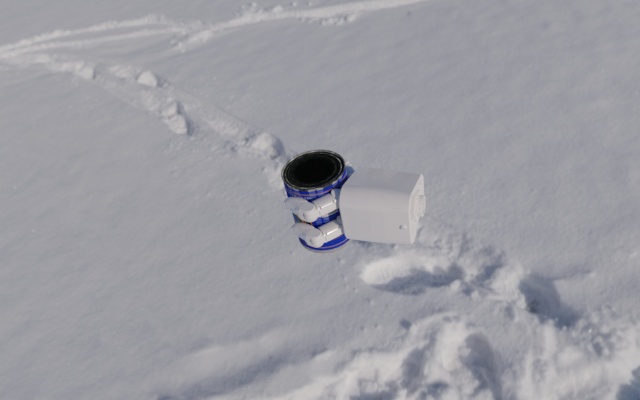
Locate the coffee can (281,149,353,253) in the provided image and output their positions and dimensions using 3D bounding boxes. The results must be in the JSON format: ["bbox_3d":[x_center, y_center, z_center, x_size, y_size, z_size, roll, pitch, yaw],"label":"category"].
[{"bbox_3d":[0.000,0.003,0.786,0.103,0.140,0.102,-7,41,6],"label":"coffee can"}]
